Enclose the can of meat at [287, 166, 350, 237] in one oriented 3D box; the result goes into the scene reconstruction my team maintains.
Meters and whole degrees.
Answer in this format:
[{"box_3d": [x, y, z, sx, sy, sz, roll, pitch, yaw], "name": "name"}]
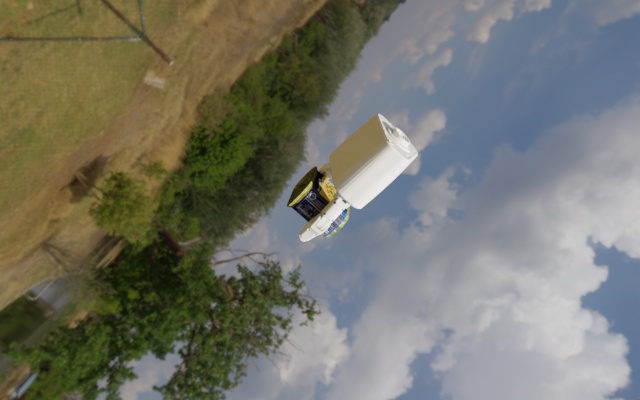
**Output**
[{"box_3d": [0.000, 0.003, 0.771, 0.057, 0.084, 0.102, -44, 12, 21], "name": "can of meat"}]
